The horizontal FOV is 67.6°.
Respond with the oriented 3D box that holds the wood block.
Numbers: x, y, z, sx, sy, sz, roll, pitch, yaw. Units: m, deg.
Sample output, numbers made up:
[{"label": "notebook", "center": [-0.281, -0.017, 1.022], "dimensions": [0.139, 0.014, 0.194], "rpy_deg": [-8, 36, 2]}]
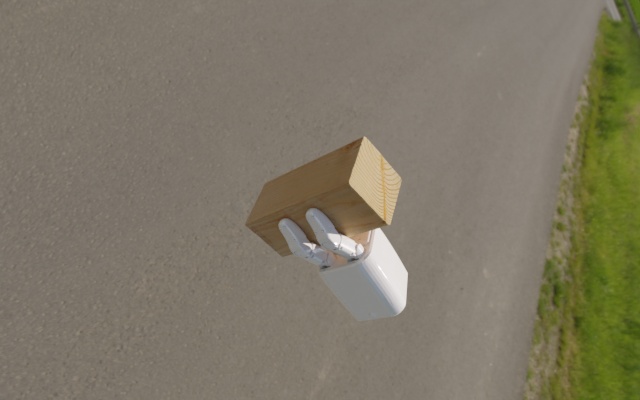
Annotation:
[{"label": "wood block", "center": [0.001, 0.002, 0.685], "dimensions": [0.206, 0.090, 0.090], "rpy_deg": [-21, -55, 40]}]
